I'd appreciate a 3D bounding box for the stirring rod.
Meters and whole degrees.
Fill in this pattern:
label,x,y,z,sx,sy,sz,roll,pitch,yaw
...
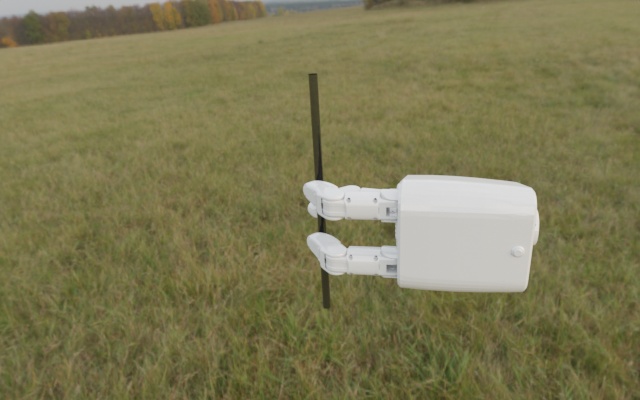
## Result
label,x,y,z,sx,sy,sz,roll,pitch,yaw
stirring rod,0.000,0.002,0.459,0.011,0.240,0.011,-3,23,1
